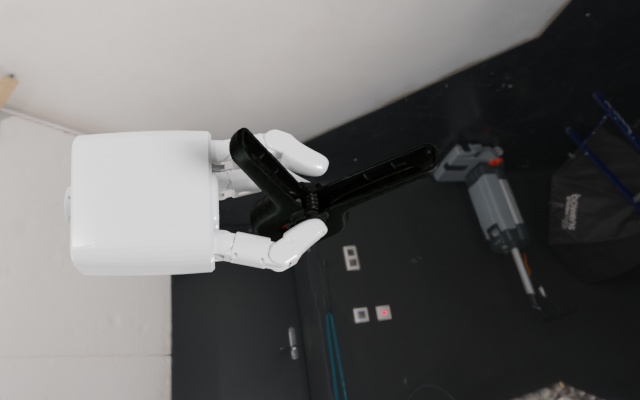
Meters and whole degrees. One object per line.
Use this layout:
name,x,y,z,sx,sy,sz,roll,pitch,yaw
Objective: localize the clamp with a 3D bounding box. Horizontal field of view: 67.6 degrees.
clamp,0.000,0.002,0.430,0.164,0.036,0.210,0,-26,-12
